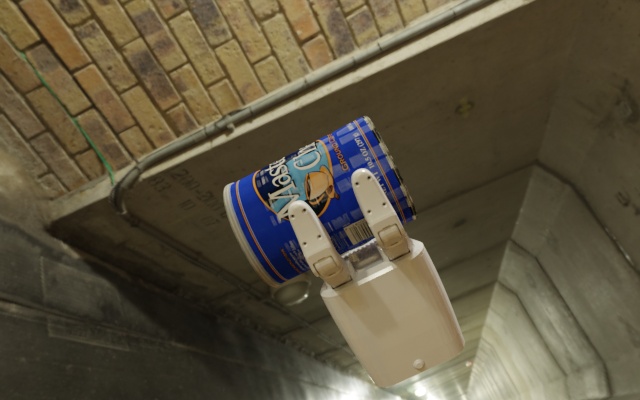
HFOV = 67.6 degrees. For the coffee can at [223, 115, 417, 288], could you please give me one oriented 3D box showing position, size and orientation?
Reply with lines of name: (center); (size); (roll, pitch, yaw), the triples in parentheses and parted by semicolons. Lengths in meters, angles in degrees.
coffee can: (0.000, 0.001, 0.428); (0.140, 0.103, 0.103); (-27, -3, 5)
